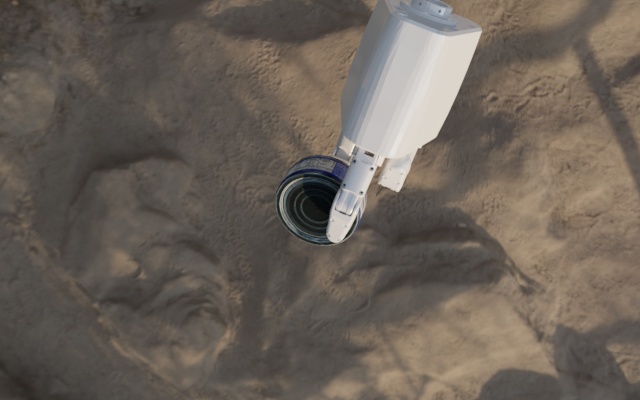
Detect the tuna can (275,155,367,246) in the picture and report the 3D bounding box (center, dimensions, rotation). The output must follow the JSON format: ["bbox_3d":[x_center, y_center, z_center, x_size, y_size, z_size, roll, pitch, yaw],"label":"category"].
[{"bbox_3d":[0.000,0.002,0.464,0.086,0.086,0.033,0,31,18],"label":"tuna can"}]
